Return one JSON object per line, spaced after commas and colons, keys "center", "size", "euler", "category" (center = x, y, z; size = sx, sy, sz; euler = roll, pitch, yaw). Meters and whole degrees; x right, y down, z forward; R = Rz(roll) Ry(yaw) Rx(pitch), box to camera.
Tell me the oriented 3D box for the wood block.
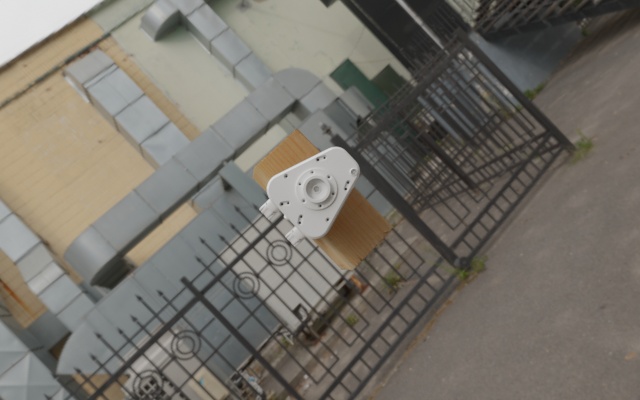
{"center": [0.000, 0.002, 0.736], "size": [0.091, 0.206, 0.090], "euler": [-44, 1, -12], "category": "wood block"}
